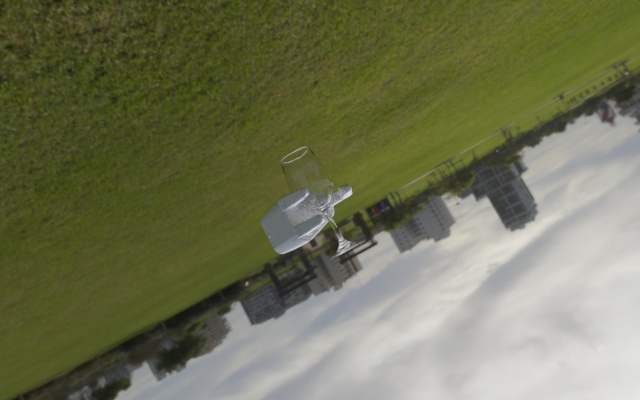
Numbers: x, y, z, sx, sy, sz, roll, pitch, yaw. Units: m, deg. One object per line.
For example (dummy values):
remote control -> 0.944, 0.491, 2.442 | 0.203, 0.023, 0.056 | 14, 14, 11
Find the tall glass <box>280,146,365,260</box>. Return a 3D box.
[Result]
tall glass -> 0.001, 0.003, 0.871 | 0.079, 0.201, 0.079 | -28, -5, -3
